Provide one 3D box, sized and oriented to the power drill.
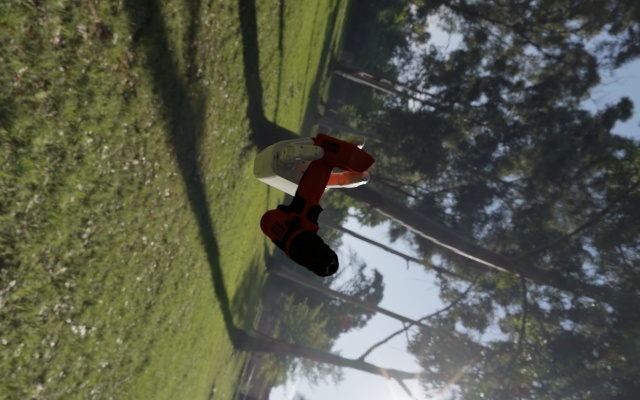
[{"bbox_3d":[0.000,0.002,0.699,0.057,0.187,0.184,32,-1,-41],"label":"power drill"}]
